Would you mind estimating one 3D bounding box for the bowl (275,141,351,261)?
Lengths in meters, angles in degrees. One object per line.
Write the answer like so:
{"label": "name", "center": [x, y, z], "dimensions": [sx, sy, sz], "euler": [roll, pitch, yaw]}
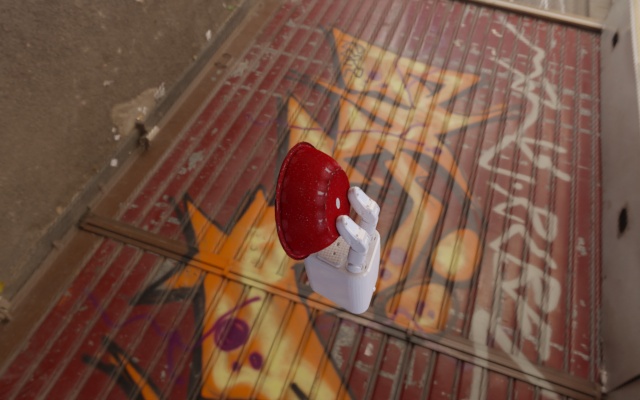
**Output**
{"label": "bowl", "center": [0.000, 0.001, 0.638], "dimensions": [0.055, 0.162, 0.162], "euler": [3, 1, 24]}
